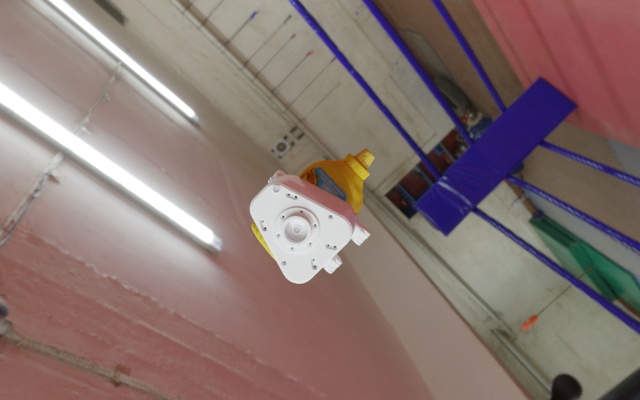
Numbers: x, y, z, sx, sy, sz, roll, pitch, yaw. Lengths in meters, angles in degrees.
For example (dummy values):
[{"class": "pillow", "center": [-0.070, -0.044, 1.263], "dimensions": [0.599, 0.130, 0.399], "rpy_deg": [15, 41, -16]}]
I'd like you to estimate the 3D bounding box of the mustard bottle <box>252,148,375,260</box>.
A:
[{"class": "mustard bottle", "center": [0.000, 0.002, 0.657], "dimensions": [0.096, 0.191, 0.058], "rpy_deg": [48, 8, 23]}]
